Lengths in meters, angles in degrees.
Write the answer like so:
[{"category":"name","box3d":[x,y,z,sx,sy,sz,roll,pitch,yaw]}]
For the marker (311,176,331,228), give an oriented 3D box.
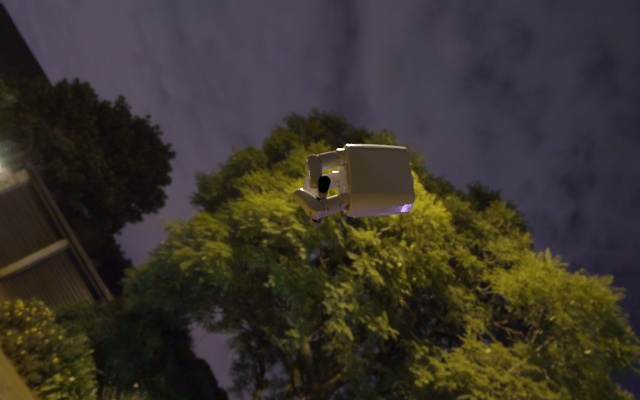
[{"category":"marker","box3d":[0.000,0.002,0.764,0.020,0.020,0.121,0,-37,-9]}]
